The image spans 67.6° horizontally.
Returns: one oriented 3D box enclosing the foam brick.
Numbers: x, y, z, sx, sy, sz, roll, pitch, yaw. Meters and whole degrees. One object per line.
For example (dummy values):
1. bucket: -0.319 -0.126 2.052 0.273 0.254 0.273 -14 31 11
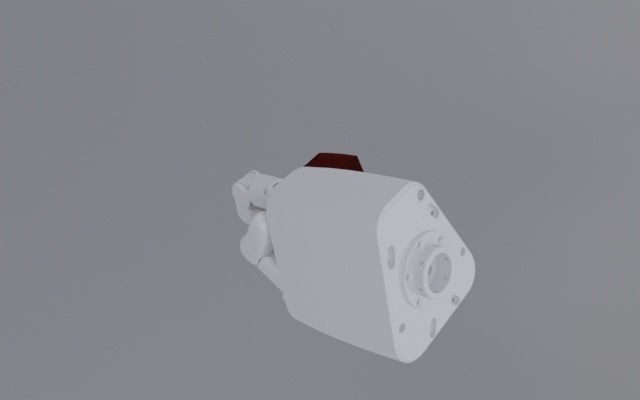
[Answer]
1. foam brick: 0.000 0.001 0.408 0.051 0.053 0.078 8 42 49
